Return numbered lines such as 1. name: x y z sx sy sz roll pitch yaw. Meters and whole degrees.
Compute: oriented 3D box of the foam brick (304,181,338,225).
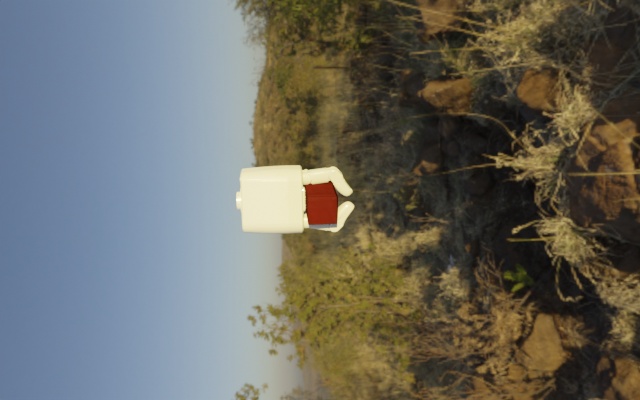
1. foam brick: 0.000 0.003 0.822 0.051 0.053 0.078 -2 22 -5
